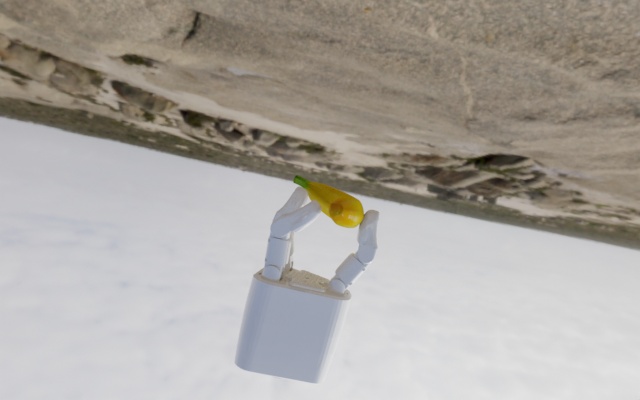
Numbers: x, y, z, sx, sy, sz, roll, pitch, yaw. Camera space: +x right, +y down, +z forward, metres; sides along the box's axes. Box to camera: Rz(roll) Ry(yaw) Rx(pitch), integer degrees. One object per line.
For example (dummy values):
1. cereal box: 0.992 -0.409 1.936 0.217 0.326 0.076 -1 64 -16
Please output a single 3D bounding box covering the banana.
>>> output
1. banana: 0.016 0.006 0.574 0.069 0.037 0.197 17 5 -18
